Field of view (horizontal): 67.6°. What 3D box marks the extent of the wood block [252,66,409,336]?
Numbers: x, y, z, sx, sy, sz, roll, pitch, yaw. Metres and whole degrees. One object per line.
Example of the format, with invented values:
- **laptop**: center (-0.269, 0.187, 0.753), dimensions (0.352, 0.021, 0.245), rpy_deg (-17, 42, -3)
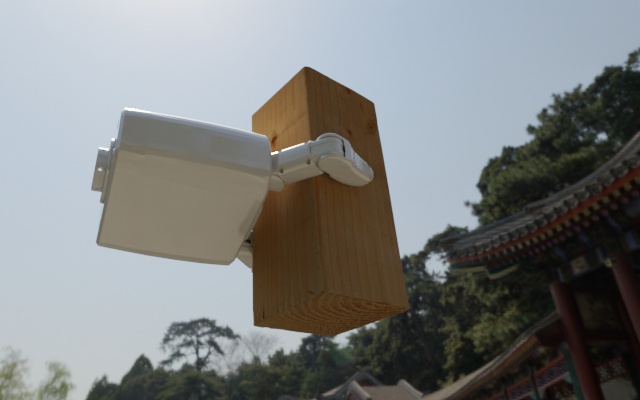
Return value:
- **wood block**: center (0.000, 0.001, 0.416), dimensions (0.090, 0.206, 0.091), rpy_deg (19, -37, -37)
